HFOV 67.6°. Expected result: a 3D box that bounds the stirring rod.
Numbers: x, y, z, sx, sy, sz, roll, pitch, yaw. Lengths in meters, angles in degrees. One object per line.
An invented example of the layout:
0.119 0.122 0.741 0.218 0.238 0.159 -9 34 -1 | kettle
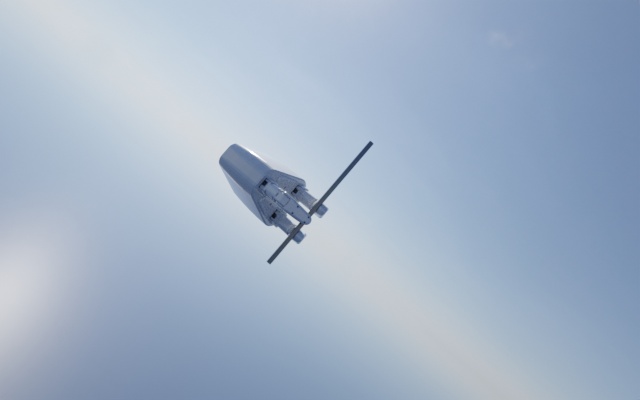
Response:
0.000 0.002 0.722 0.011 0.239 0.011 40 -4 3 | stirring rod
